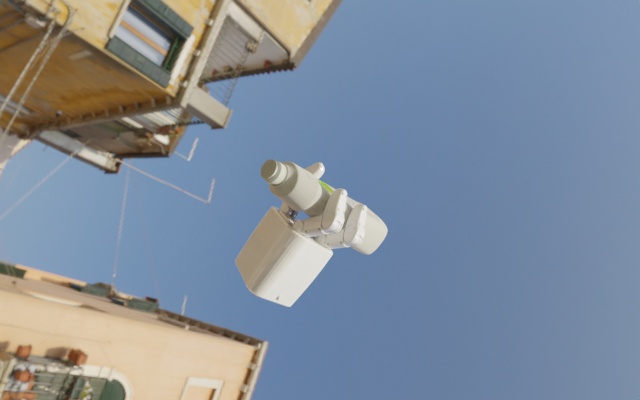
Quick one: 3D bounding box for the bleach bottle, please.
[{"bbox_3d":[0.000,0.002,0.711,0.251,0.068,0.102,33,5,-46],"label":"bleach bottle"}]
